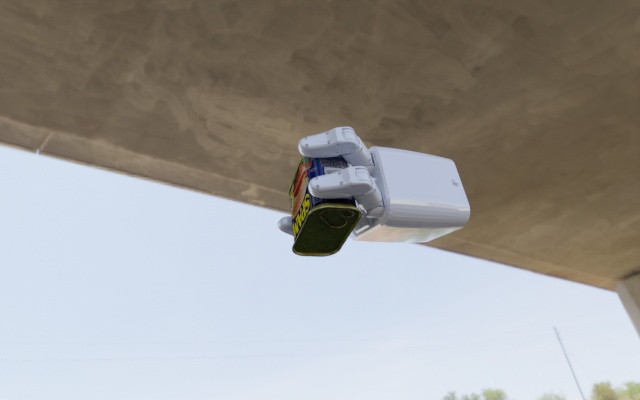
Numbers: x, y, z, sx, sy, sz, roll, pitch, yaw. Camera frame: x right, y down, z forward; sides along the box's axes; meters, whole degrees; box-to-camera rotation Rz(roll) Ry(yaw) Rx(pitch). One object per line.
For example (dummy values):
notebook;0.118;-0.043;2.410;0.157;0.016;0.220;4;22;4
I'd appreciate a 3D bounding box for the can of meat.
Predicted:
can of meat;0.000;0.002;0.531;0.057;0.084;0.102;3;-35;-17
